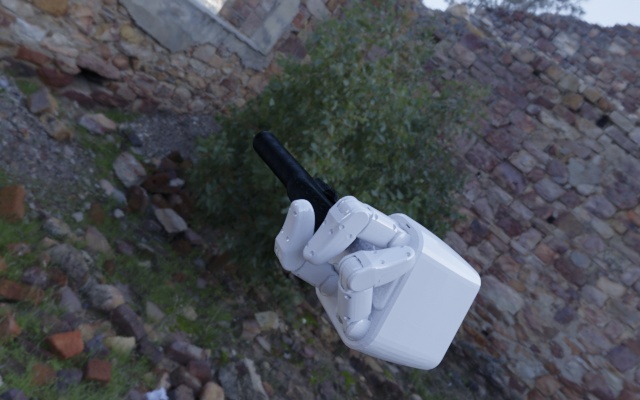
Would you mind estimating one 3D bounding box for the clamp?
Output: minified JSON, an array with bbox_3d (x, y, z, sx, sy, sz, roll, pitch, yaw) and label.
[{"bbox_3d":[0.000,0.001,0.460,0.120,0.039,0.171,32,15,-37],"label":"clamp"}]
